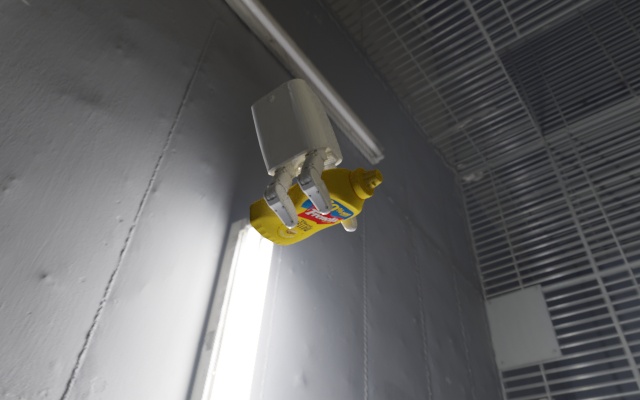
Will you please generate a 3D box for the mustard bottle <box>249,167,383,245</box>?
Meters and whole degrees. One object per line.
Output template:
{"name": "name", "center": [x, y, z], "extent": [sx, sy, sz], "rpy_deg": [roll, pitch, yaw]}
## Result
{"name": "mustard bottle", "center": [0.000, 0.003, 0.660], "extent": [0.192, 0.058, 0.096], "rpy_deg": [-25, -39, 29]}
